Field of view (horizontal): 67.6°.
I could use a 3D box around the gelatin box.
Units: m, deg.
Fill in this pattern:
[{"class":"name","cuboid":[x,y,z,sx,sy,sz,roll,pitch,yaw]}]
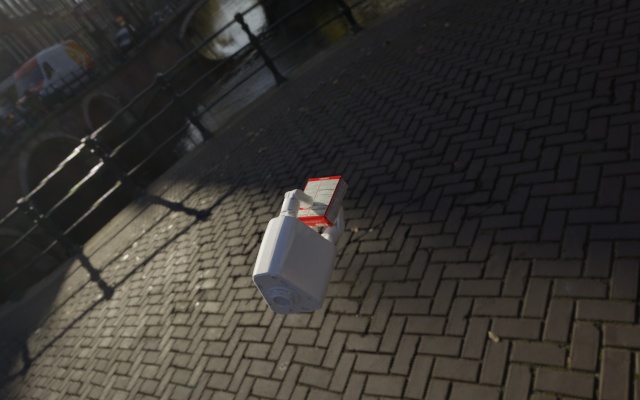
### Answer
[{"class":"gelatin box","cuboid":[0.000,0.002,0.818,0.073,0.089,0.030,-4,-38,40]}]
